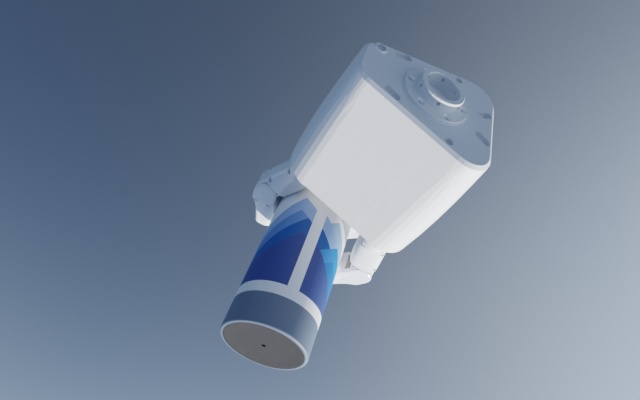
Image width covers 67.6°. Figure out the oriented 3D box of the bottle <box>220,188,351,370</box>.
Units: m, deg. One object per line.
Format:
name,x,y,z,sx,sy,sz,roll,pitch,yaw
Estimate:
bottle,0.000,0.002,0.435,0.069,0.069,0.295,0,44,22
